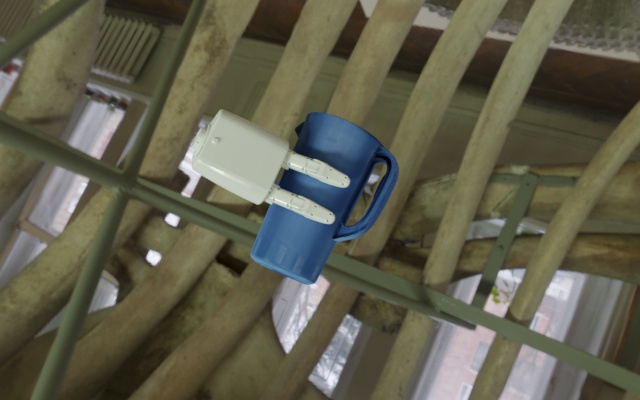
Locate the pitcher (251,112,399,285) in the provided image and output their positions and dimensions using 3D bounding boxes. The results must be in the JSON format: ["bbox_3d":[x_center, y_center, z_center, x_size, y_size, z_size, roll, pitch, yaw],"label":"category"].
[{"bbox_3d":[0.000,0.002,0.723,0.145,0.243,0.149,28,-8,-21],"label":"pitcher"}]
